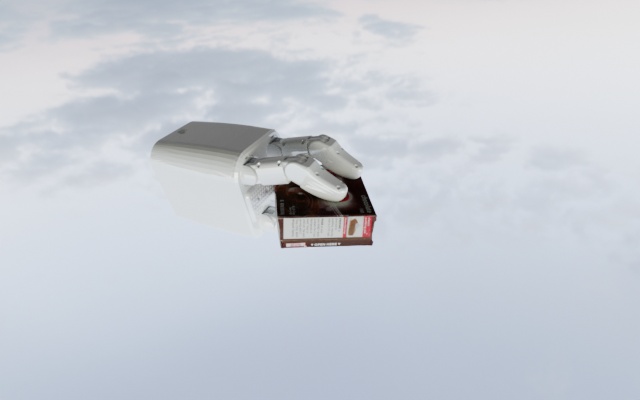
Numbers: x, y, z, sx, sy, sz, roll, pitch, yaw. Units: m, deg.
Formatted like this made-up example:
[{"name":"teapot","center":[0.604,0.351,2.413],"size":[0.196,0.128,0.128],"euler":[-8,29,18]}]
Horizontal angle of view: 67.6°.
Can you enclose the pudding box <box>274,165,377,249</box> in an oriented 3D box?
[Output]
[{"name":"pudding box","center":[0.000,0.002,0.473],"size":[0.090,0.039,0.113],"euler":[-2,31,-6]}]
